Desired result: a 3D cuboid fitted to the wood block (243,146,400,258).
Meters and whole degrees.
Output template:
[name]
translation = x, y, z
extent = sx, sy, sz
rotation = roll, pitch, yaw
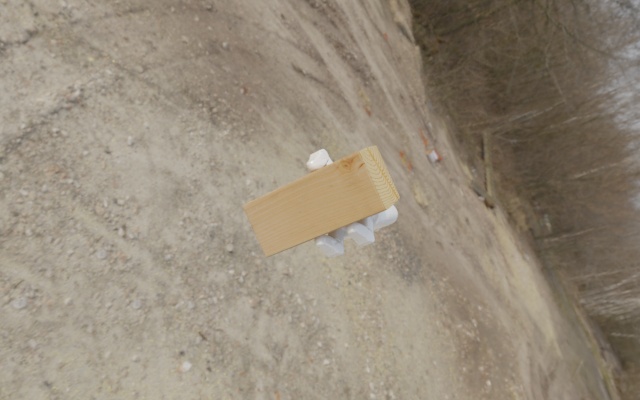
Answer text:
[wood block]
translation = 0.000, 0.002, 0.721
extent = 0.206, 0.091, 0.090
rotation = -24, 2, 25
